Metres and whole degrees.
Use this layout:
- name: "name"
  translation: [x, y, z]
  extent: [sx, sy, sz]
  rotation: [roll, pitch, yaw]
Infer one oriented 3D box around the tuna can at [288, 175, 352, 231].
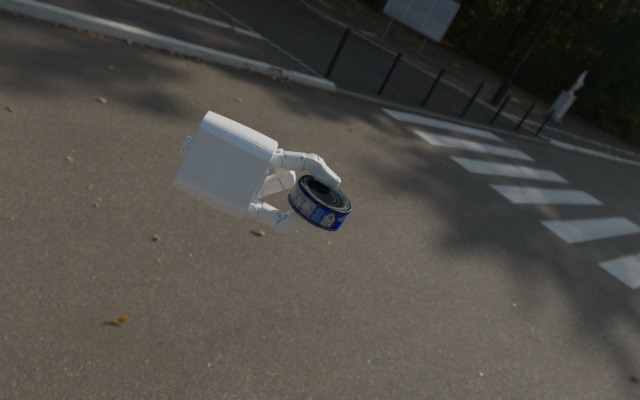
- name: "tuna can"
  translation: [0.000, 0.002, 0.659]
  extent: [0.086, 0.034, 0.086]
  rotation: [28, 23, -13]
